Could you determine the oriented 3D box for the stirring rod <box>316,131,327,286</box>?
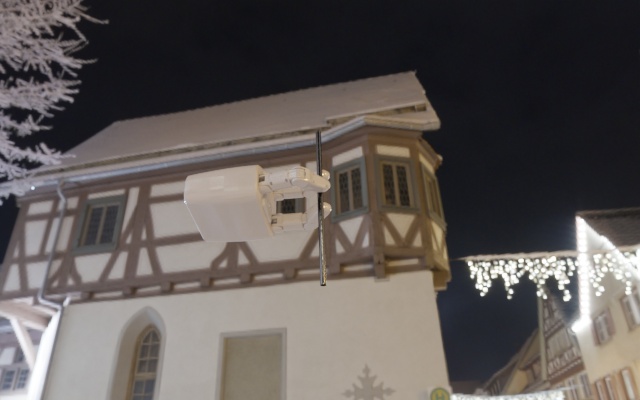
[{"bbox_3d":[0.000,0.002,0.662,0.011,0.239,0.011,-1,-29,-1],"label":"stirring rod"}]
